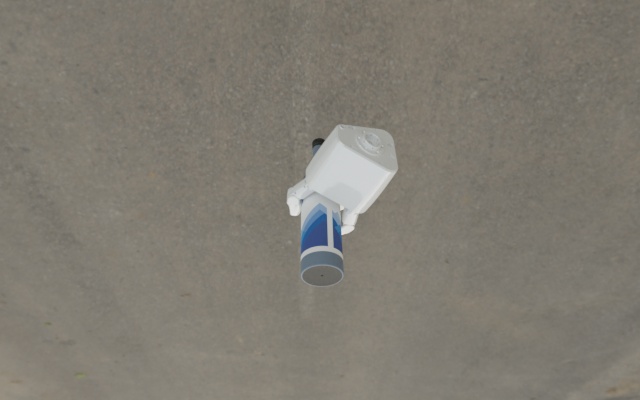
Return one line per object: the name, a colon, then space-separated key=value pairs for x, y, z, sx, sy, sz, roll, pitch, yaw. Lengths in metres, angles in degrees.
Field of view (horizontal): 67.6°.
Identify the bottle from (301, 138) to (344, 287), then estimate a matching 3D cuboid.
bottle: x=0.000 y=0.003 z=0.825 sx=0.069 sy=0.295 sz=0.069 roll=-1 pitch=-40 yaw=-1
